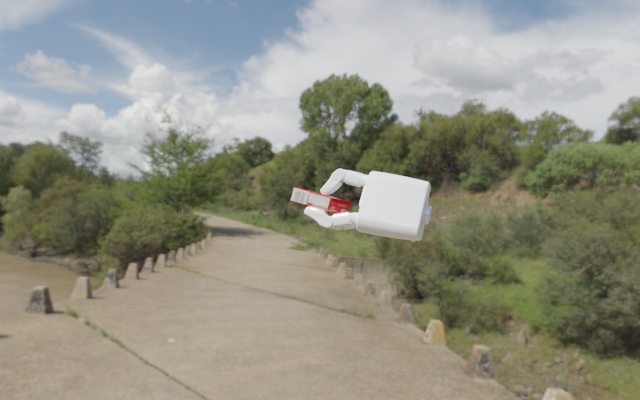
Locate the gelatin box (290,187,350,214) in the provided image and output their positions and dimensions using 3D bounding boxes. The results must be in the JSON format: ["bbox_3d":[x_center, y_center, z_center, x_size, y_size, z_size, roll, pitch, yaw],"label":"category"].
[{"bbox_3d":[0.000,0.002,0.899,0.089,0.030,0.073,16,1,31],"label":"gelatin box"}]
